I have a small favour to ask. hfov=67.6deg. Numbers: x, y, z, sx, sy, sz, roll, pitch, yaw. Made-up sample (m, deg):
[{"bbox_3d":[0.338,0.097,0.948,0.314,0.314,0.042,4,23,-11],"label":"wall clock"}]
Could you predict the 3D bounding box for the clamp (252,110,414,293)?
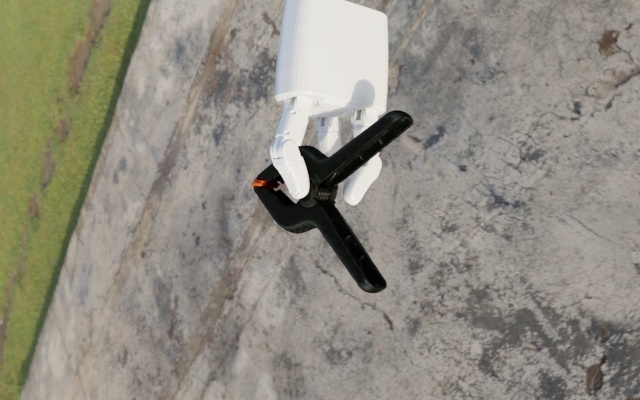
[{"bbox_3d":[-0.001,0.001,0.488,0.036,0.164,0.210,10,-7,-43],"label":"clamp"}]
